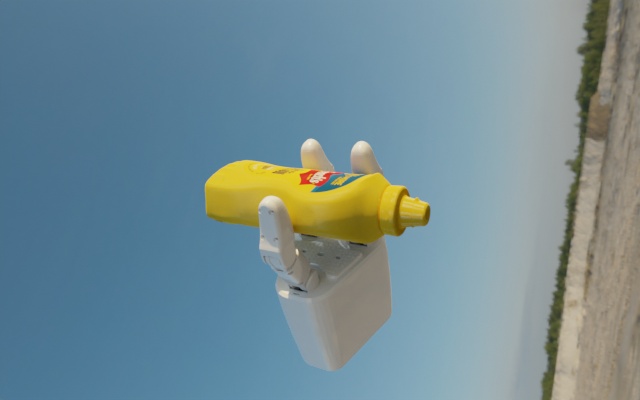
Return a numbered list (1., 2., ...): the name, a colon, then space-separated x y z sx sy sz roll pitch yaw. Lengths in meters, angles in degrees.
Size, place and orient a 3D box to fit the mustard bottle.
1. mustard bottle: 0.000 0.001 0.418 0.191 0.058 0.096 8 14 28
